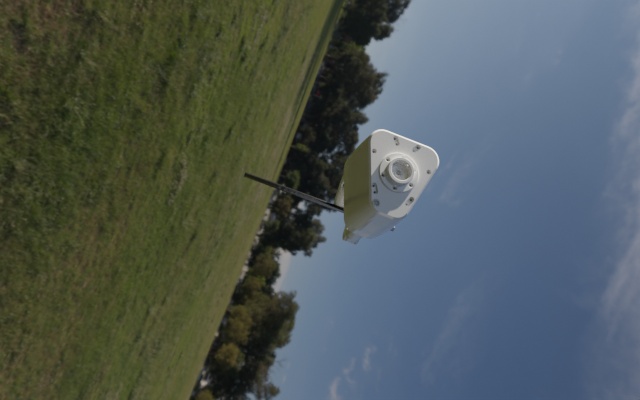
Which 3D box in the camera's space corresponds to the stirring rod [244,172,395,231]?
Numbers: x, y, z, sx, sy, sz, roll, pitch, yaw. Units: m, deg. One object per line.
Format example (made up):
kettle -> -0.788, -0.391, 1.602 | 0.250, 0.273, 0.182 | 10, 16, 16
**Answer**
stirring rod -> 0.000, 0.002, 0.720 | 0.239, 0.011, 0.011 | 20, -2, -6
